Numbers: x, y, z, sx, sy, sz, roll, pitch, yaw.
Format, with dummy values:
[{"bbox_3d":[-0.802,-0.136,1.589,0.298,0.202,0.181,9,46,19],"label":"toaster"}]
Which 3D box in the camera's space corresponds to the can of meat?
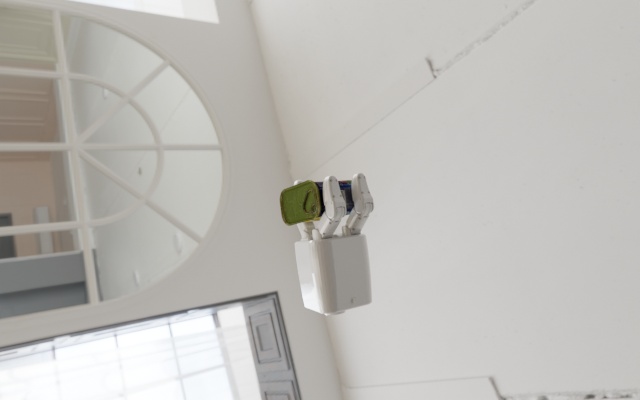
[{"bbox_3d":[0.000,0.002,0.728,0.084,0.057,0.102,-4,-8,-36],"label":"can of meat"}]
